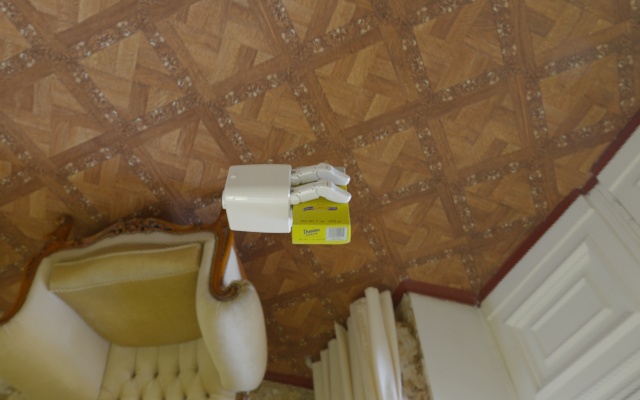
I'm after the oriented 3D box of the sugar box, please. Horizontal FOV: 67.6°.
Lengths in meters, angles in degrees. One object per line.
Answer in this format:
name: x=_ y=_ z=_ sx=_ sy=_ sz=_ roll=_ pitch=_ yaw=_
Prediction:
sugar box: x=0.000 y=0.002 z=0.816 sx=0.093 sy=0.048 sz=0.176 roll=1 pitch=37 yaw=-2
